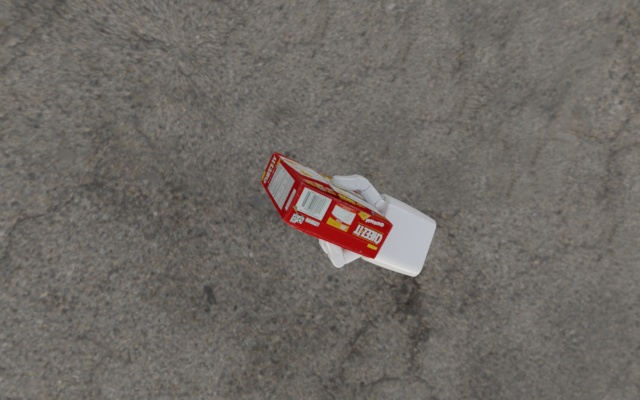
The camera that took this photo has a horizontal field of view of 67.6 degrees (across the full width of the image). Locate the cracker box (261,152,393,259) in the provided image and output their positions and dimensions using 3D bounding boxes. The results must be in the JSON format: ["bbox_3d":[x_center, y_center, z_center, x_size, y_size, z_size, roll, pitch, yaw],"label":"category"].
[{"bbox_3d":[0.000,0.002,0.786,0.164,0.072,0.213,24,9,-22],"label":"cracker box"}]
